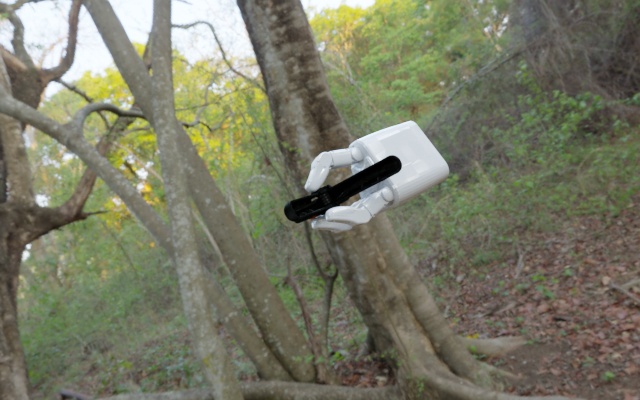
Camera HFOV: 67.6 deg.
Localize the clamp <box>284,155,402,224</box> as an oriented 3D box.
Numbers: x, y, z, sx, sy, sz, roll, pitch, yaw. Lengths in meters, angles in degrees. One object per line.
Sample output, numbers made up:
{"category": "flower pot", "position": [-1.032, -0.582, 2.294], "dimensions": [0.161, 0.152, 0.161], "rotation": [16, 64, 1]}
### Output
{"category": "clamp", "position": [0.000, 0.001, 0.662], "dimensions": [0.164, 0.036, 0.210], "rotation": [-24, -3, -25]}
